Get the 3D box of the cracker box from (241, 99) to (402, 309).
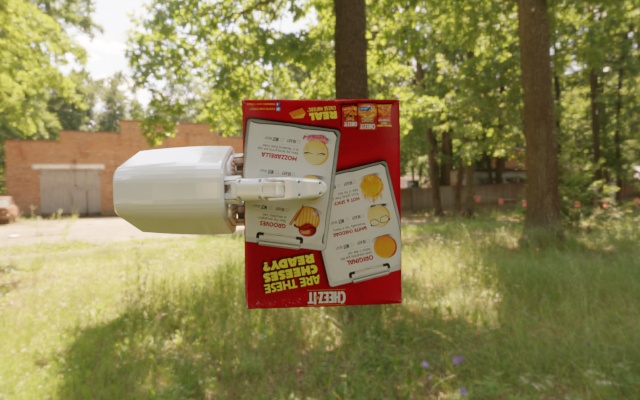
[{"bbox_3d":[0.000,0.002,0.517,0.164,0.213,0.072,-1,2,-4],"label":"cracker box"}]
